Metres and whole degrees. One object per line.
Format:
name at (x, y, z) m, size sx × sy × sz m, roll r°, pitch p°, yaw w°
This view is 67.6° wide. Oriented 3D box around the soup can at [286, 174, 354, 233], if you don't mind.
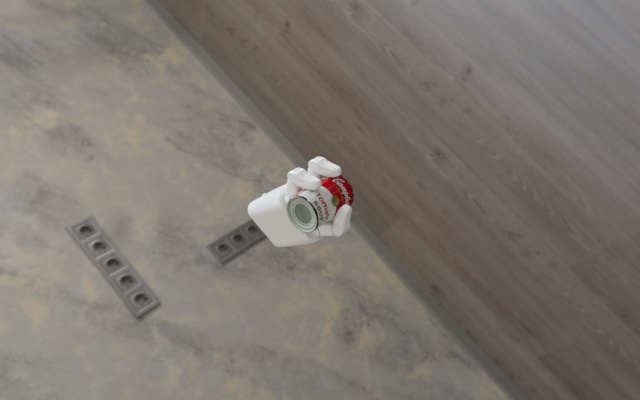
soup can at (0.000, 0.003, 0.799) m, size 0.068 × 0.068 × 0.102 m, roll 0°, pitch 24°, yaw 42°
